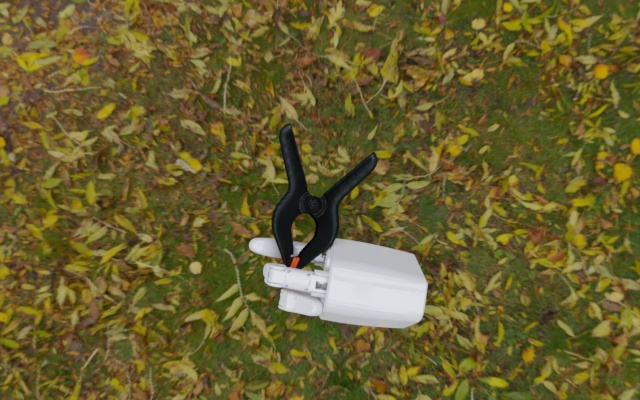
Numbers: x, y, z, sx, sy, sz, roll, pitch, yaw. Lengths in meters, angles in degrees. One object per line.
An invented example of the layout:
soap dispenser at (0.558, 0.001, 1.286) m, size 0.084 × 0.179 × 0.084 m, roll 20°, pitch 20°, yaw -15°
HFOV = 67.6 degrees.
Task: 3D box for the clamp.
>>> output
clamp at (0.000, 0.002, 0.560) m, size 0.120 × 0.171 × 0.039 m, roll 9°, pitch -2°, yaw -1°
